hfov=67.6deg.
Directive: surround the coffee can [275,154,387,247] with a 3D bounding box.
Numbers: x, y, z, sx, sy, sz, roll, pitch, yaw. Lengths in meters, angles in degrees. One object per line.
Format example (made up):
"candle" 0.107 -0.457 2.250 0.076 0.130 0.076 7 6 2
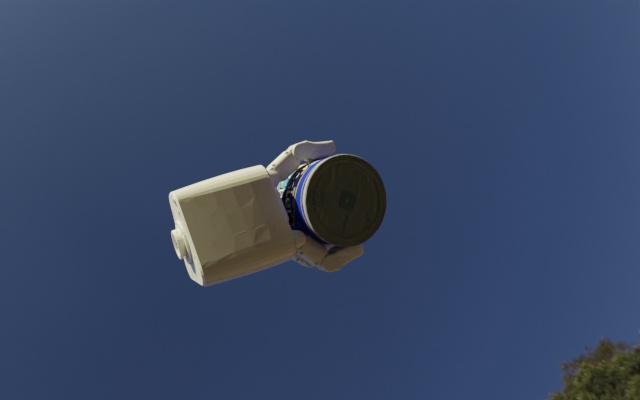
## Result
"coffee can" 0.000 0.002 0.587 0.103 0.103 0.140 0 -2 -25
